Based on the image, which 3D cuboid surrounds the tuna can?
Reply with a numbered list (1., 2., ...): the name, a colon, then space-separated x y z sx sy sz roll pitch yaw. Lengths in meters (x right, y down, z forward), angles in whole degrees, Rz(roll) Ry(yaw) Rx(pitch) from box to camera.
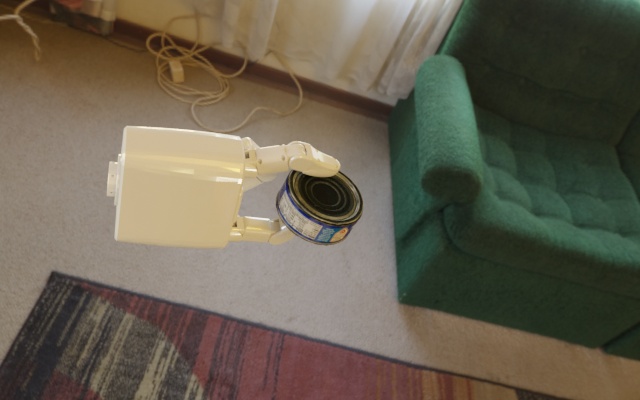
1. tuna can: 0.000 0.001 0.487 0.086 0.086 0.034 0 -40 -31
